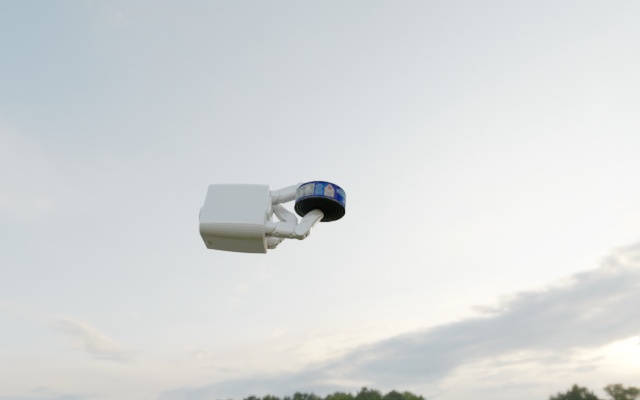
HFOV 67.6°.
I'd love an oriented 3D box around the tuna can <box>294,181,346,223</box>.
[{"bbox_3d":[0.000,0.002,0.791,0.086,0.033,0.086,4,-30,2],"label":"tuna can"}]
